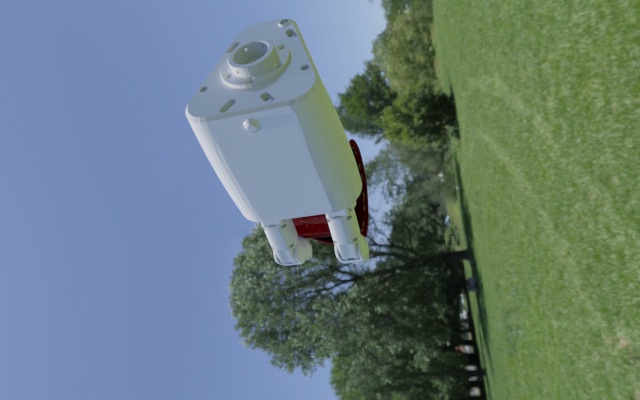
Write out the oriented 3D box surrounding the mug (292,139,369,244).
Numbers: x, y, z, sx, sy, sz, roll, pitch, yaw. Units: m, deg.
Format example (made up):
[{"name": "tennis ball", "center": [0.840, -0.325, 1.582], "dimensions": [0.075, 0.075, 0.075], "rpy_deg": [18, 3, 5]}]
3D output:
[{"name": "mug", "center": [0.000, 0.002, 0.460], "dimensions": [0.081, 0.093, 0.117], "rpy_deg": [-6, -42, 15]}]
